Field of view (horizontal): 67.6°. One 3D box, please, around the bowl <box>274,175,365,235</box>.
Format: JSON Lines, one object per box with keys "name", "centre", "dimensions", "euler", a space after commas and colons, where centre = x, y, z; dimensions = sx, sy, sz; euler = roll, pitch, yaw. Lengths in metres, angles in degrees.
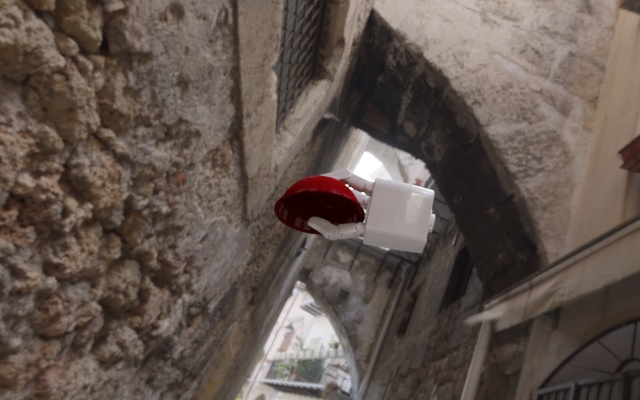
{"name": "bowl", "centre": [-0.001, 0.002, 0.853], "dimensions": [0.162, 0.055, 0.162], "euler": [3, -30, 2]}
